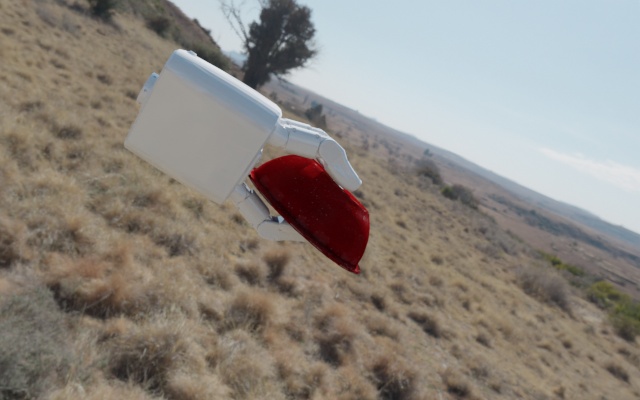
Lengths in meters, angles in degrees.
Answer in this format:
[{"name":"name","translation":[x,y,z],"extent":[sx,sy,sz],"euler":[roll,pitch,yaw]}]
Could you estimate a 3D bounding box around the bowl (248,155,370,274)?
[{"name":"bowl","translation":[0.001,0.002,0.504],"extent":[0.162,0.055,0.162],"euler":[43,5,-5]}]
